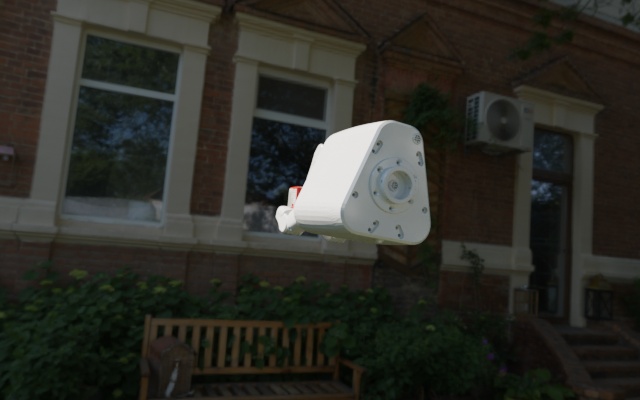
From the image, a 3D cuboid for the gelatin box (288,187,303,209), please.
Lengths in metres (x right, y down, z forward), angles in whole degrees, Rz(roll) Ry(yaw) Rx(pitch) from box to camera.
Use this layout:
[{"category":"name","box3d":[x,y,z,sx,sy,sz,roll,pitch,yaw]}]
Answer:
[{"category":"gelatin box","box3d":[0.000,0.001,0.598,0.073,0.030,0.089,7,-1,-10]}]
